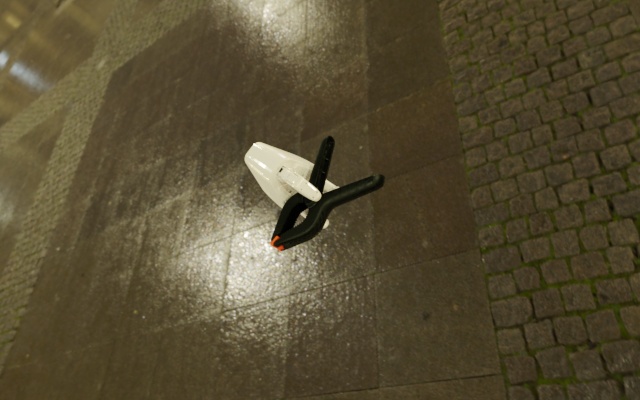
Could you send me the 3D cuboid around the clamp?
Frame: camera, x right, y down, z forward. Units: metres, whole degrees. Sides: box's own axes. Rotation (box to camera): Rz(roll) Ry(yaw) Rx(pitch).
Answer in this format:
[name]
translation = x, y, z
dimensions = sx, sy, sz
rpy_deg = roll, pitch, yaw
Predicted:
[clamp]
translation = -0.001, 0.003, 0.774
dimensions = 0.036, 0.210, 0.164
rpy_deg = 39, -3, -43
